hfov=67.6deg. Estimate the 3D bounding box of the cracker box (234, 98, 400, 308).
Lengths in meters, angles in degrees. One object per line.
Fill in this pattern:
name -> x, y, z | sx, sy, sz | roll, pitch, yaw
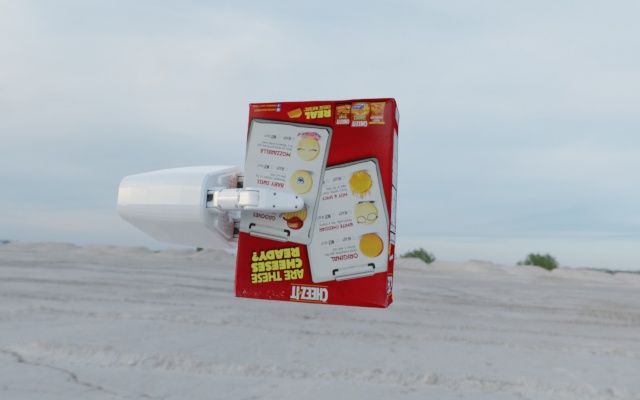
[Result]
cracker box -> 0.000, 0.002, 0.522 | 0.164, 0.213, 0.072 | 1, -7, 16
